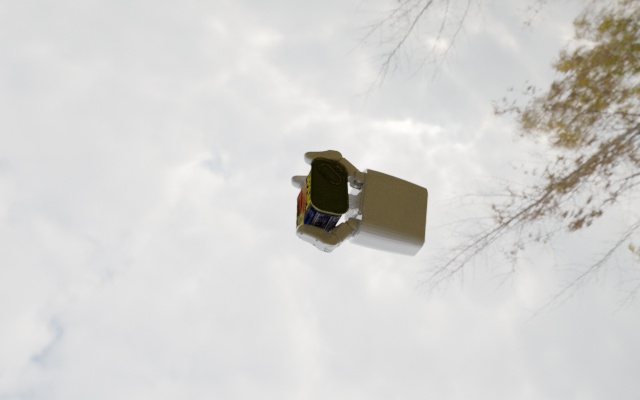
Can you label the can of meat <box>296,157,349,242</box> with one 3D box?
[{"bbox_3d":[0.000,0.003,0.706,0.057,0.102,0.084,12,-41,-14],"label":"can of meat"}]
